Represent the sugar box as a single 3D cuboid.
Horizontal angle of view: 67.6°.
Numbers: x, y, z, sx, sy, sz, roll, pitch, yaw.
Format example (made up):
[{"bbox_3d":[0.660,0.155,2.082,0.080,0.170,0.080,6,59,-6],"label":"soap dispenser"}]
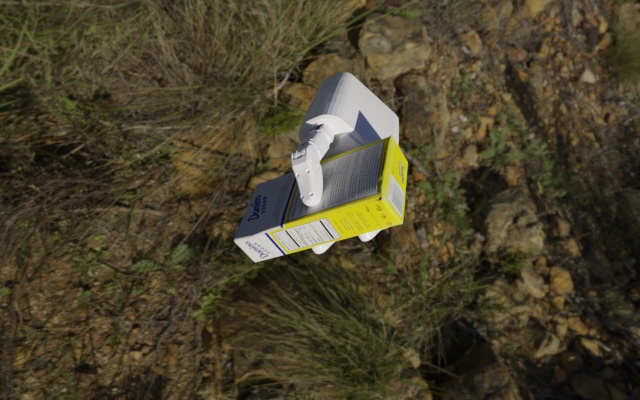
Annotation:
[{"bbox_3d":[0.000,0.002,0.498,0.176,0.093,0.048,-19,-54,30],"label":"sugar box"}]
